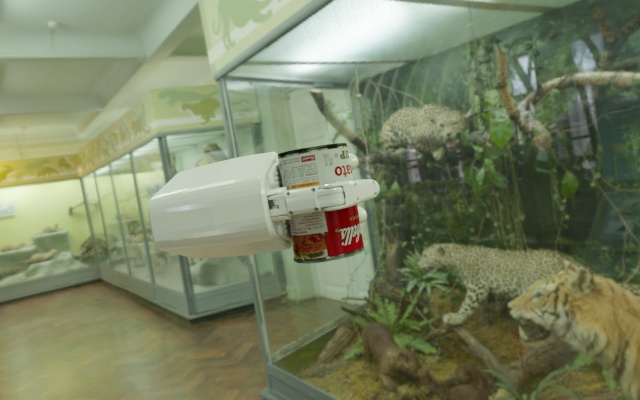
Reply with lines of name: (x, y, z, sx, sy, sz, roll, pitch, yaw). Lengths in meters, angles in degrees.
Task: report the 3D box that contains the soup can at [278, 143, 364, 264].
soup can: (0.001, 0.001, 0.449, 0.068, 0.102, 0.068, -9, 3, 1)
